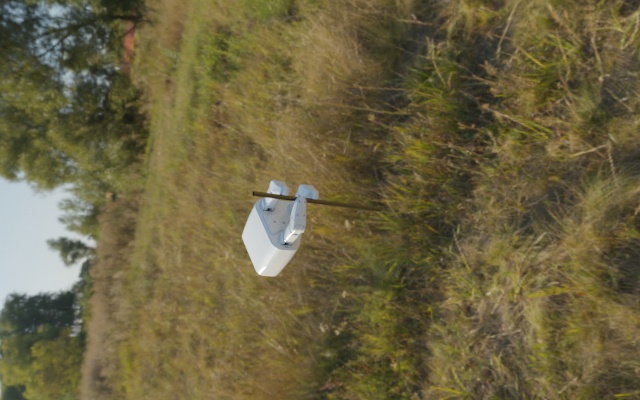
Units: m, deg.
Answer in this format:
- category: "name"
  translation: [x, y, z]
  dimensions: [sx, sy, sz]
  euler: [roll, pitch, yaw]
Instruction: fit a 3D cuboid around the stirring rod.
- category: "stirring rod"
  translation: [0.000, 0.003, 0.822]
  dimensions: [0.239, 0.011, 0.011]
  euler: [7, -3, -24]
